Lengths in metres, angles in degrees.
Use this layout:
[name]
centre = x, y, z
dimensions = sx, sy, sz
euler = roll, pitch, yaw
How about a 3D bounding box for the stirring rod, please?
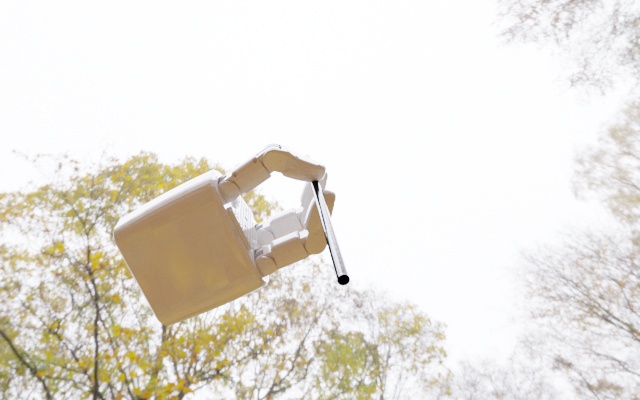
[stirring rod]
centre = 0.000, 0.001, 0.400
dimensions = 0.011, 0.011, 0.239
euler = 0, 23, -7
